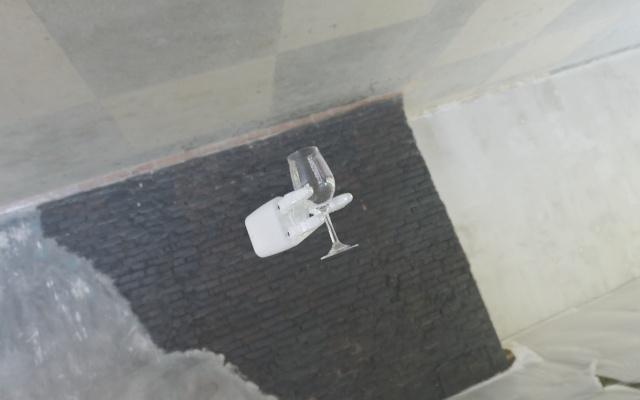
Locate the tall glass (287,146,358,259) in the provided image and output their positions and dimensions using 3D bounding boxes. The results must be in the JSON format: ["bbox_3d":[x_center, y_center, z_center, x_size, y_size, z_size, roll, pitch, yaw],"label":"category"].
[{"bbox_3d":[0.001,0.003,0.889,0.079,0.201,0.079,-20,-7,-3],"label":"tall glass"}]
